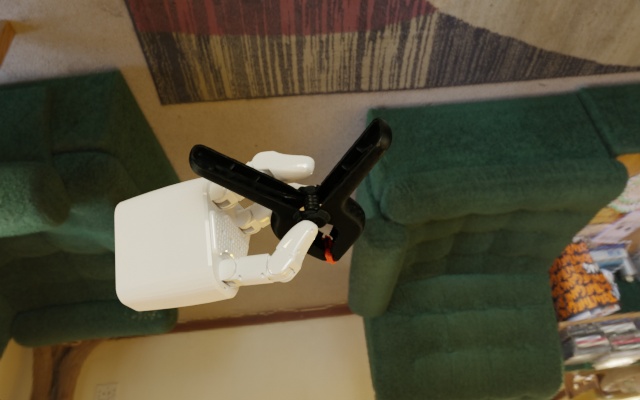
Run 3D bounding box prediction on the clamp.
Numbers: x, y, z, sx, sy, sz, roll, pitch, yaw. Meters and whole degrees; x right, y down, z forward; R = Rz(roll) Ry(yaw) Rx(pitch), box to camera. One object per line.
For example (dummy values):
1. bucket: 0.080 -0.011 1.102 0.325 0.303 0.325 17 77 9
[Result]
1. clamp: 0.000 0.002 0.447 0.164 0.036 0.210 -10 -34 15
